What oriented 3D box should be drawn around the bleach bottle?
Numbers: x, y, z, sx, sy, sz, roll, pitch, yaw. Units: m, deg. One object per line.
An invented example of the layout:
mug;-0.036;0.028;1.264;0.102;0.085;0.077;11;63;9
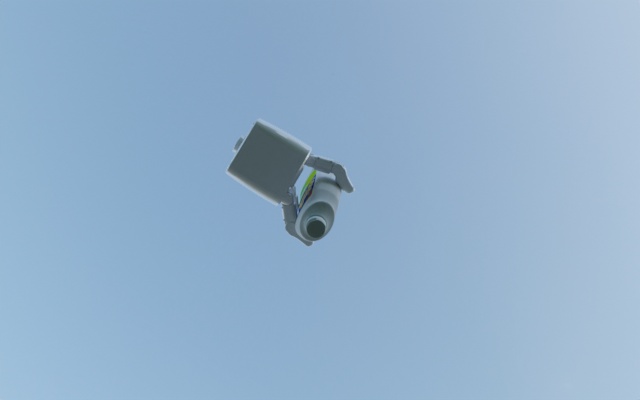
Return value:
bleach bottle;0.000;0.003;0.818;0.068;0.102;0.250;29;14;-6
